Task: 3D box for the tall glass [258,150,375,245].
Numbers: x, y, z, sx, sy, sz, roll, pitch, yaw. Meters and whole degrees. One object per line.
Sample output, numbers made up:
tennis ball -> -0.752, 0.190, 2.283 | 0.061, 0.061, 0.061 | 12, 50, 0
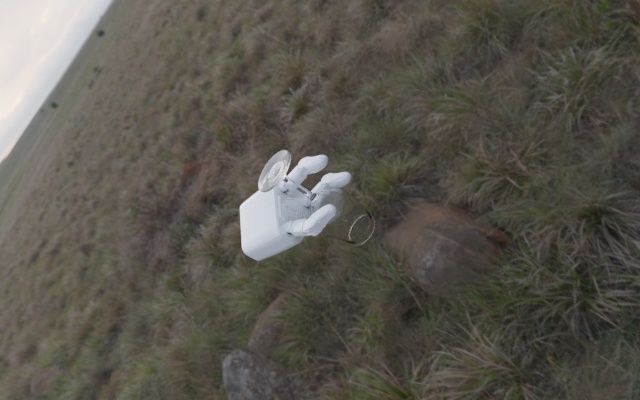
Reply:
tall glass -> 0.000, 0.002, 0.773 | 0.201, 0.079, 0.079 | 34, -19, -31
